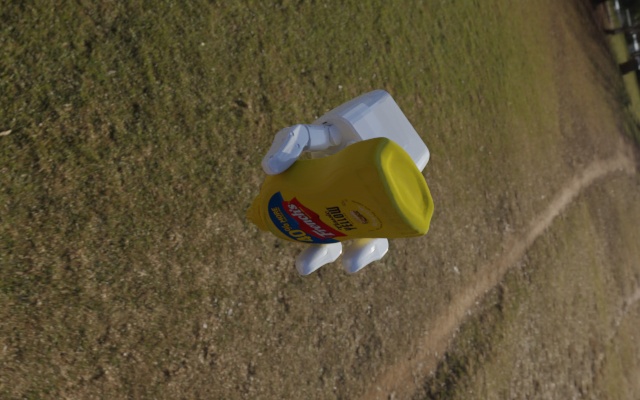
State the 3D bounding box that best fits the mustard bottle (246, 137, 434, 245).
[{"bbox_3d":[0.000,0.002,0.448,0.191,0.058,0.096,-10,-44,39],"label":"mustard bottle"}]
